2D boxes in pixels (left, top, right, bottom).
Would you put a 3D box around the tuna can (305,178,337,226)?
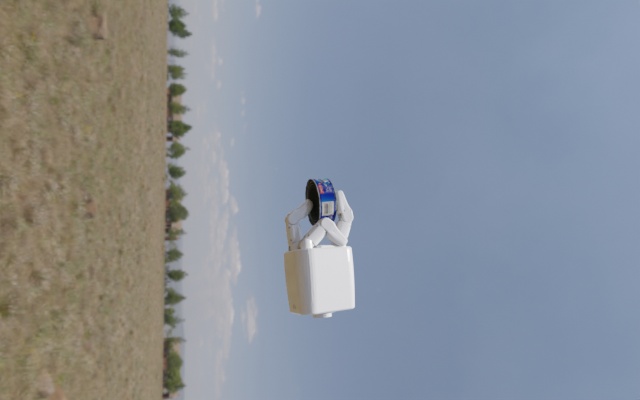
[{"bbox_3d":[0.001,0.003,0.862,0.034,0.086,0.086,-5,1,-18],"label":"tuna can"}]
